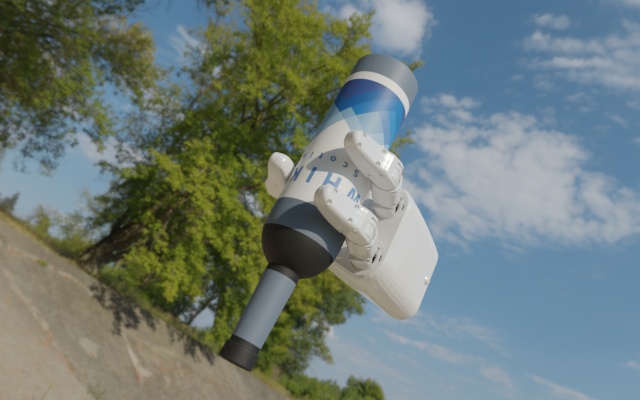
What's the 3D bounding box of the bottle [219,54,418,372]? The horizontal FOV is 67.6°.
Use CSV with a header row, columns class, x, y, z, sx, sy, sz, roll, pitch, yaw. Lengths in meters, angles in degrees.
class,x,y,z,sx,sy,sz,roll,pitch,yaw
bottle,0.000,0.001,0.410,0.069,0.295,0.069,24,-23,11
